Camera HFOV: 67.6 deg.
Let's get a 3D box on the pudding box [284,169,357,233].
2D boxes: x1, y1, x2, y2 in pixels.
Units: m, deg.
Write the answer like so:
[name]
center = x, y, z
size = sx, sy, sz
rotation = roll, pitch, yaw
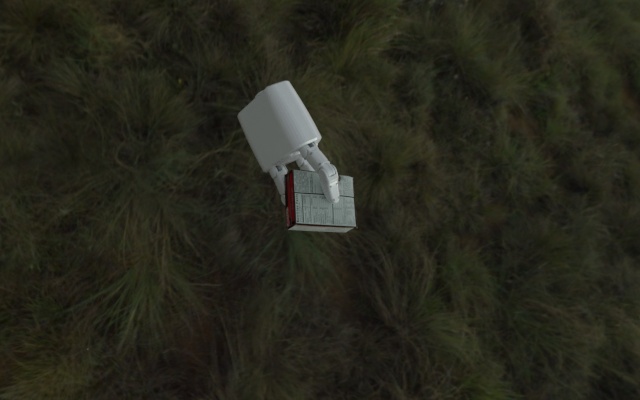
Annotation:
[pudding box]
center = 0.000, 0.002, 0.752
size = 0.113, 0.090, 0.039
rotation = 5, -16, -25
